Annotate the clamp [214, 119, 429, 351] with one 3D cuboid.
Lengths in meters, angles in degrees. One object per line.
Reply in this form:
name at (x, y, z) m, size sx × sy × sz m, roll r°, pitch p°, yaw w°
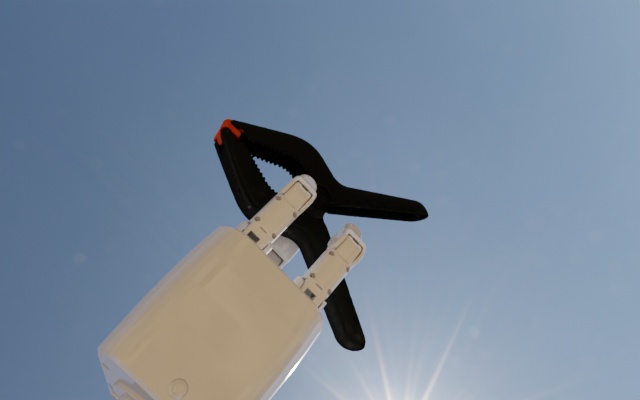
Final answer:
clamp at (-0.001, 0.001, 0.421) m, size 0.164 × 0.210 × 0.036 m, roll -47°, pitch 5°, yaw -37°
